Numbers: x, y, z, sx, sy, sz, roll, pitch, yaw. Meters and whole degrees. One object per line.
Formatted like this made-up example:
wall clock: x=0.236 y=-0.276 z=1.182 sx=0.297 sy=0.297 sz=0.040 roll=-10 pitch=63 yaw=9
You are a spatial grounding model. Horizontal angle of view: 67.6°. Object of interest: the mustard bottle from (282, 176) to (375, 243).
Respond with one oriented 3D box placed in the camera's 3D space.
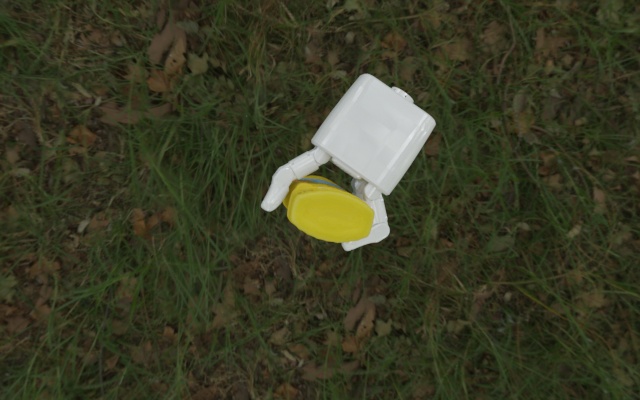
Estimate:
mustard bottle: x=0.000 y=0.002 z=0.614 sx=0.096 sy=0.058 sz=0.191 roll=10 pitch=8 yaw=-10
